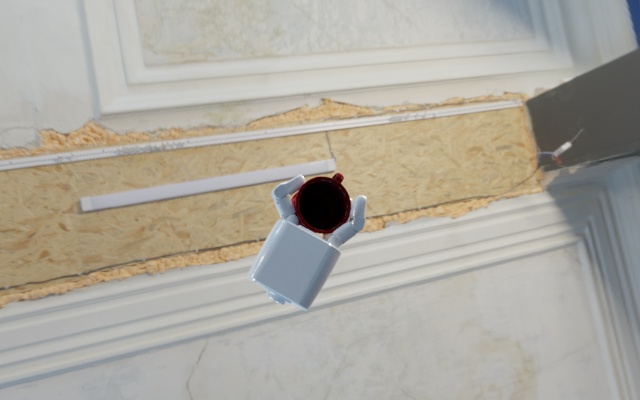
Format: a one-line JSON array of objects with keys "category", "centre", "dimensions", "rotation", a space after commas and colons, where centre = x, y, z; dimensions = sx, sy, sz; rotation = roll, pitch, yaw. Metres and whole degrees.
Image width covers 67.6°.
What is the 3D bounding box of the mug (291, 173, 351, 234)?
[{"category": "mug", "centre": [0.001, 0.001, 0.801], "dimensions": [0.093, 0.117, 0.081], "rotation": [34, -16, -9]}]
